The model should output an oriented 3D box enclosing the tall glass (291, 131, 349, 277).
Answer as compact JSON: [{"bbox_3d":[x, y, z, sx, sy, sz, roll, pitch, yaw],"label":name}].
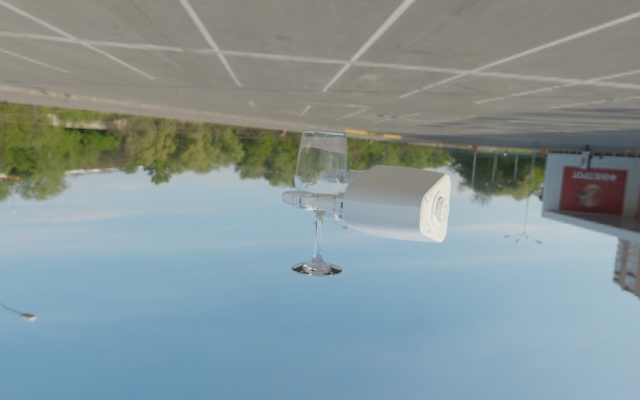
[{"bbox_3d":[0.000,0.003,0.685,0.079,0.201,0.079,3,7,0],"label":"tall glass"}]
